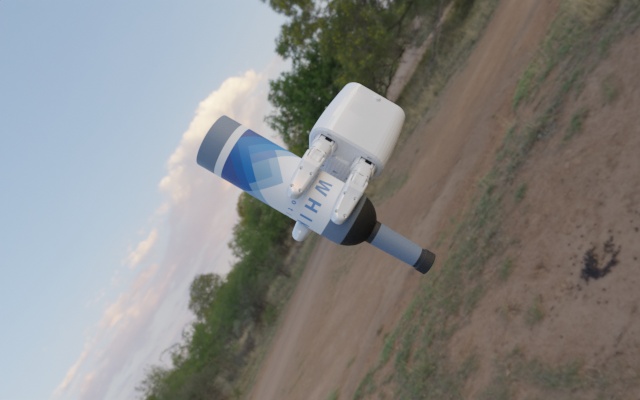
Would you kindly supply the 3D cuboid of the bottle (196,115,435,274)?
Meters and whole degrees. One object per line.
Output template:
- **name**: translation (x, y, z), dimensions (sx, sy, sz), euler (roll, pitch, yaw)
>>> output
- **bottle**: translation (0.000, 0.002, 0.560), dimensions (0.296, 0.069, 0.069), euler (30, 0, 0)
